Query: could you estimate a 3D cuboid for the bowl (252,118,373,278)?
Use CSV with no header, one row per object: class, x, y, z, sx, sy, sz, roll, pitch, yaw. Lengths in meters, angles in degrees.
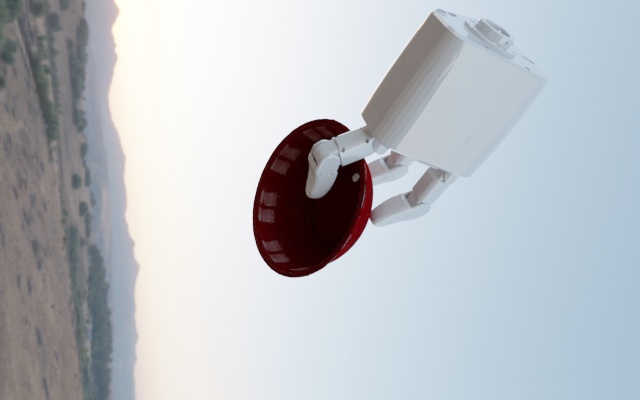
bowl,-0.001,0.002,0.489,0.055,0.162,0.162,19,-13,-42
